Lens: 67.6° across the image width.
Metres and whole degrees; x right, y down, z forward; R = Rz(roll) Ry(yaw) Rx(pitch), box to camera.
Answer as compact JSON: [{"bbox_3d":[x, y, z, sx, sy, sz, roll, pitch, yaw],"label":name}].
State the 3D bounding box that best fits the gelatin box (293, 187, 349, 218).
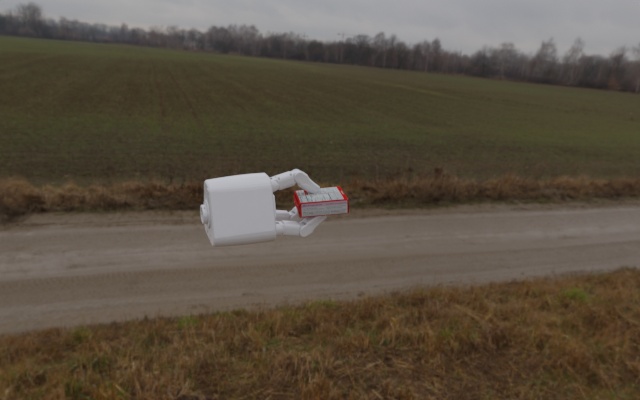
[{"bbox_3d":[0.000,0.002,0.850,0.089,0.030,0.073,-6,20,-8],"label":"gelatin box"}]
